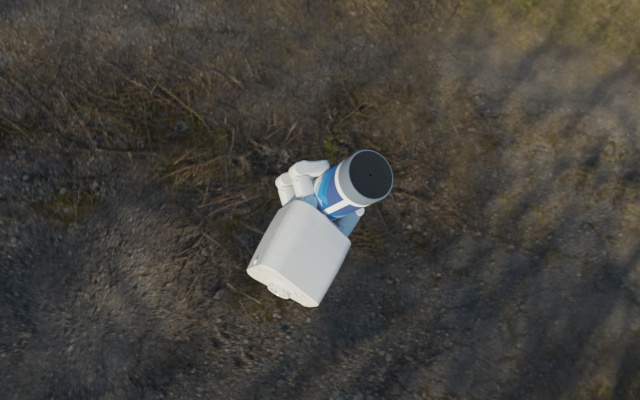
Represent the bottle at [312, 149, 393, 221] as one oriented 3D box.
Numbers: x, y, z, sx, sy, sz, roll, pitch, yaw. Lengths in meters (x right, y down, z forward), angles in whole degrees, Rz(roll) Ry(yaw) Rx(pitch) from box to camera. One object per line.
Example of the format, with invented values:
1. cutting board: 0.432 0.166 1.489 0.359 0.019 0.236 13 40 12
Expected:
1. bottle: 0.000 0.002 0.716 0.069 0.069 0.296 0 -13 -26
